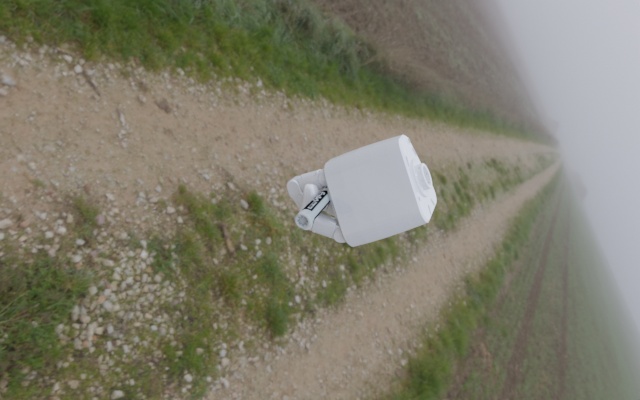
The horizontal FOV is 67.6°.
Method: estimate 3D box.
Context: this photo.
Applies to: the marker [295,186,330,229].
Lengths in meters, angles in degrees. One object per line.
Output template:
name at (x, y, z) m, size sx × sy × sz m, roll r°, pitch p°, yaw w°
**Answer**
marker at (0.000, 0.002, 0.589) m, size 0.020 × 0.020 × 0.121 m, roll 0°, pitch 21°, yaw 22°
